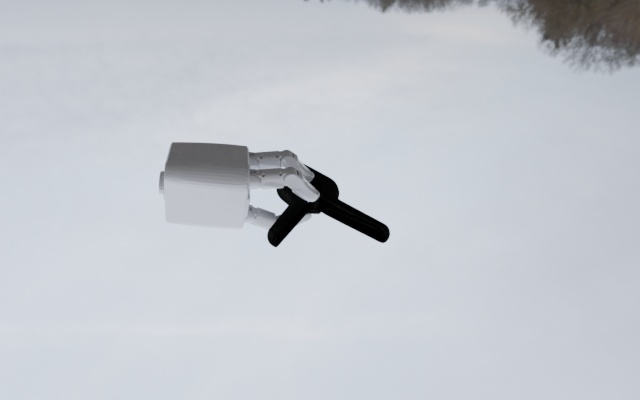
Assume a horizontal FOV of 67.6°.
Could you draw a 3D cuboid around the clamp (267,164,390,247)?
[{"bbox_3d":[0.000,0.003,0.687,0.164,0.036,0.209,4,29,-13],"label":"clamp"}]
